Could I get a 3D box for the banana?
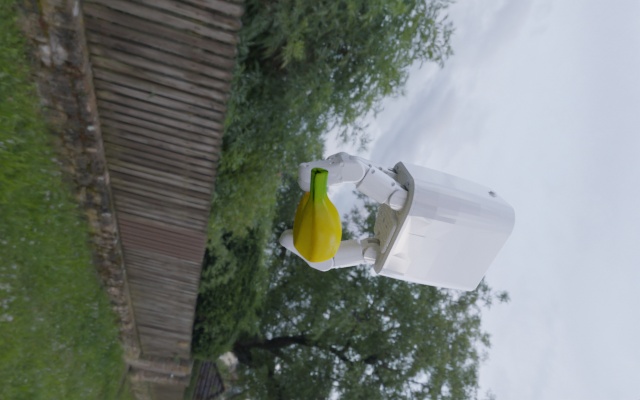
[{"bbox_3d":[-0.003,0.019,0.422,0.037,0.069,0.198,11,-5,-4],"label":"banana"}]
